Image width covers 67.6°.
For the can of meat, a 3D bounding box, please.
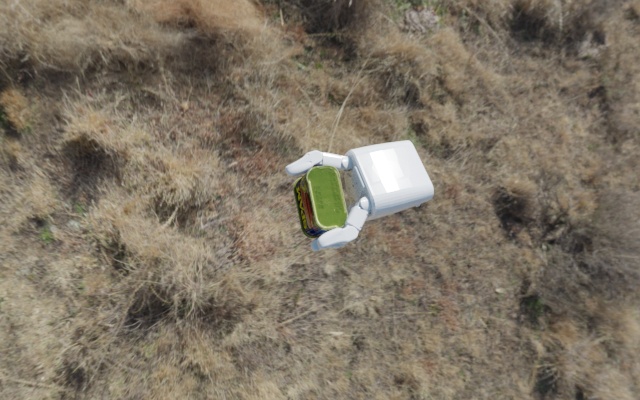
[{"bbox_3d":[0.000,0.002,0.735,0.057,0.102,0.084,-10,-8,-17],"label":"can of meat"}]
